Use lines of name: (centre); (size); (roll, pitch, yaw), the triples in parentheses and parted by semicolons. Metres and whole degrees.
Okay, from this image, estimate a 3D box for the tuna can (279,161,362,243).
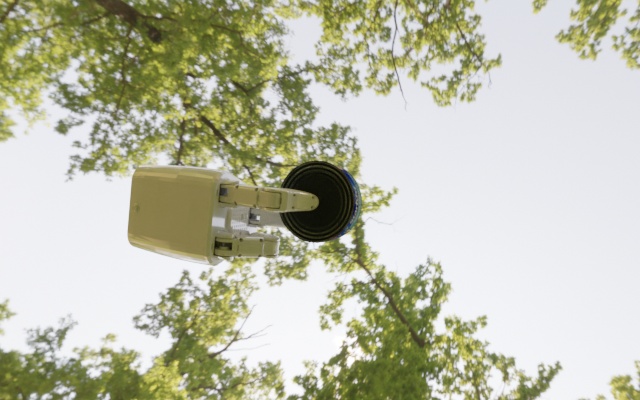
tuna can: (0.000, 0.002, 0.510); (0.086, 0.086, 0.034); (0, -2, 21)
